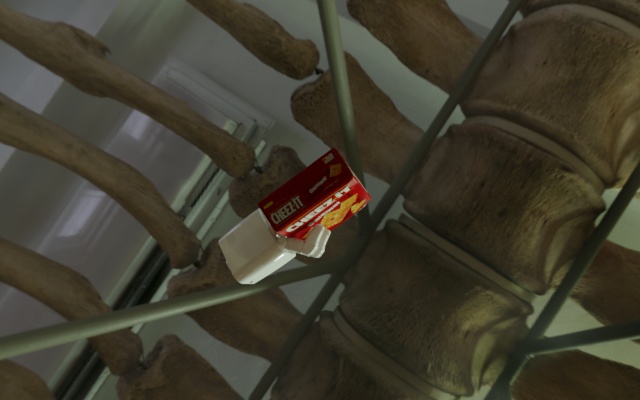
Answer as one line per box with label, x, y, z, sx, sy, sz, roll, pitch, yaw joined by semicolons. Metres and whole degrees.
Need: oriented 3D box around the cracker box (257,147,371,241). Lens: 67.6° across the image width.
cracker box;0.000;0.003;0.887;0.164;0.072;0.214;-36;-16;5
